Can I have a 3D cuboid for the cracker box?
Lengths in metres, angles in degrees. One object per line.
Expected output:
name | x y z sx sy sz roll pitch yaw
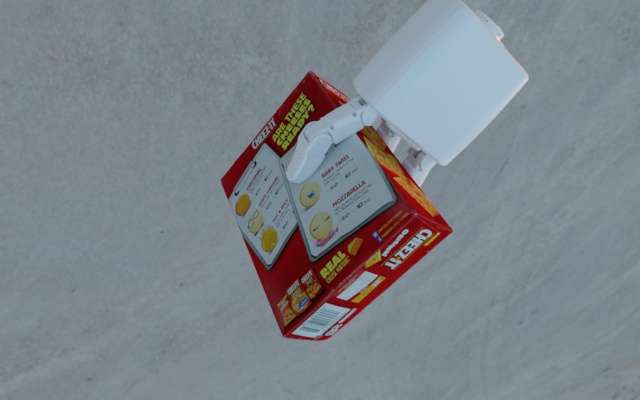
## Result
cracker box | 0.000 0.002 0.470 0.072 0.164 0.213 23 28 -45
